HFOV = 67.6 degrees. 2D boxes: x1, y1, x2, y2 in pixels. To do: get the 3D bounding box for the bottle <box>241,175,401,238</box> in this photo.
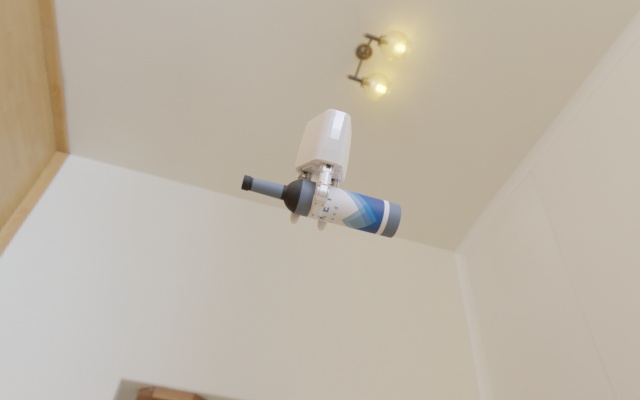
[{"bbox_3d":[0.000,0.003,0.886,0.296,0.069,0.069,14,-2,-9],"label":"bottle"}]
